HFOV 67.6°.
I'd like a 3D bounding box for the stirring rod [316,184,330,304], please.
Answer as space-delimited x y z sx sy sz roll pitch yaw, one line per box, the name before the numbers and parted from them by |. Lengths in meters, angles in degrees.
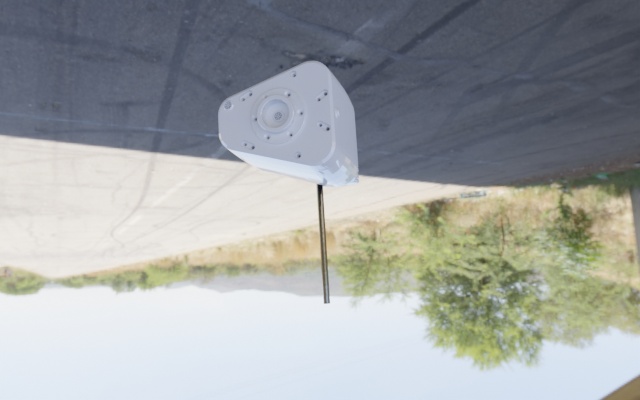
stirring rod | 0.000 0.002 0.575 0.011 0.239 0.011 -3 -7 0
